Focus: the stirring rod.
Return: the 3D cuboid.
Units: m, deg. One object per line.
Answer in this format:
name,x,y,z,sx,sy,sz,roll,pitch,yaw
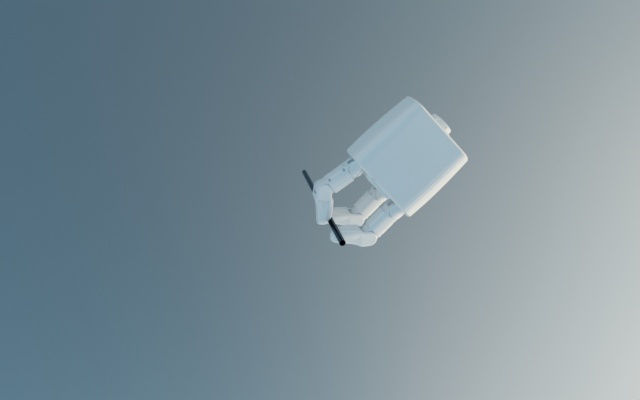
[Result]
stirring rod,0.000,0.002,0.682,0.011,0.011,0.239,0,24,-14
